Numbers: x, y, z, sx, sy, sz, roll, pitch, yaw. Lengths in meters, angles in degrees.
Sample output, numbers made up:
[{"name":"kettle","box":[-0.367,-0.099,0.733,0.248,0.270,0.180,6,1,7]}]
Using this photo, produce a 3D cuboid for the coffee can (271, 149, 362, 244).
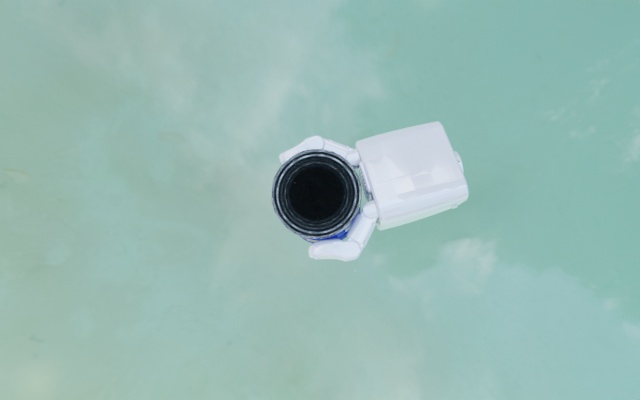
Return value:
[{"name":"coffee can","box":[0.000,0.002,0.602,0.103,0.103,0.140,0,-8,4]}]
